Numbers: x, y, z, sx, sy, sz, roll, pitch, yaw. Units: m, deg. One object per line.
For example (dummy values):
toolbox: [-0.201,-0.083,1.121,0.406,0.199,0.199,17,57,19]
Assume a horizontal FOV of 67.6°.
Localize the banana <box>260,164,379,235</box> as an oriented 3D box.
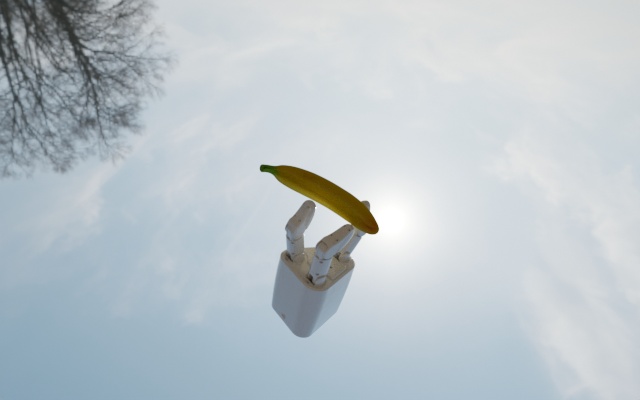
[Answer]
banana: [0.005,-0.005,0.702,0.198,0.037,0.069,27,29,16]
